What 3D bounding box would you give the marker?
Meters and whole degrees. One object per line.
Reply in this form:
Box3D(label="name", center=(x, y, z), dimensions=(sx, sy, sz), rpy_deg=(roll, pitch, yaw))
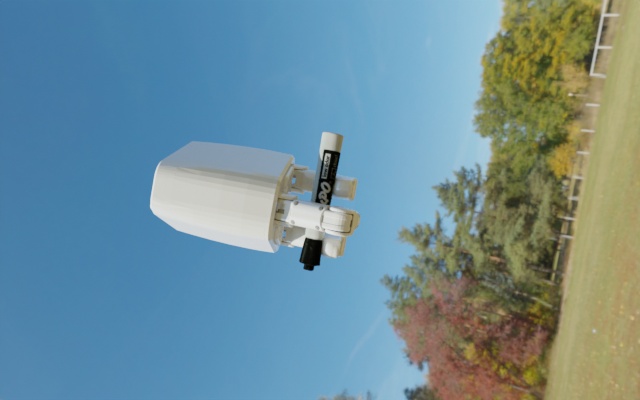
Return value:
Box3D(label="marker", center=(0.000, 0.001, 0.417), dimensions=(0.020, 0.121, 0.020), rpy_deg=(11, 2, 0))
